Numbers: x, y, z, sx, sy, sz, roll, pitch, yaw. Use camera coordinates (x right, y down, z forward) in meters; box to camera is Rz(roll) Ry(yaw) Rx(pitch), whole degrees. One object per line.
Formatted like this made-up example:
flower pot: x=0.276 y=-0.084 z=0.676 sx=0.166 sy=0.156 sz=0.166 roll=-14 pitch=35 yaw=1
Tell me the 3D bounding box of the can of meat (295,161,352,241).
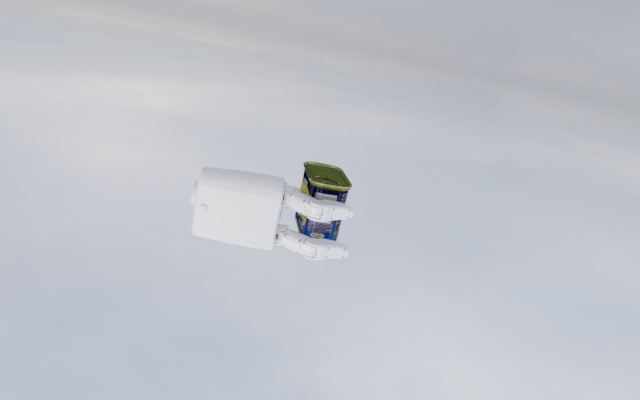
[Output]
can of meat: x=0.000 y=0.002 z=0.653 sx=0.057 sy=0.084 sz=0.102 roll=9 pitch=19 yaw=-12
